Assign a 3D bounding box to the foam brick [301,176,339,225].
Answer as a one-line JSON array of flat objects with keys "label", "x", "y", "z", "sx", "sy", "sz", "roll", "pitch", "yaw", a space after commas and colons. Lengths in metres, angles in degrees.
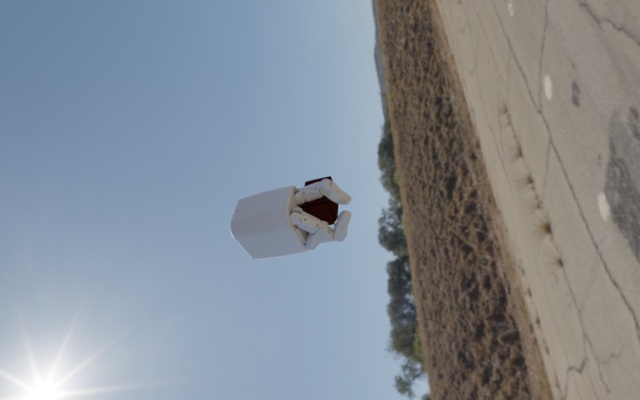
[{"label": "foam brick", "x": 0.000, "y": 0.003, "z": 0.841, "sx": 0.051, "sy": 0.053, "sz": 0.078, "roll": -13, "pitch": 35, "yaw": 15}]
